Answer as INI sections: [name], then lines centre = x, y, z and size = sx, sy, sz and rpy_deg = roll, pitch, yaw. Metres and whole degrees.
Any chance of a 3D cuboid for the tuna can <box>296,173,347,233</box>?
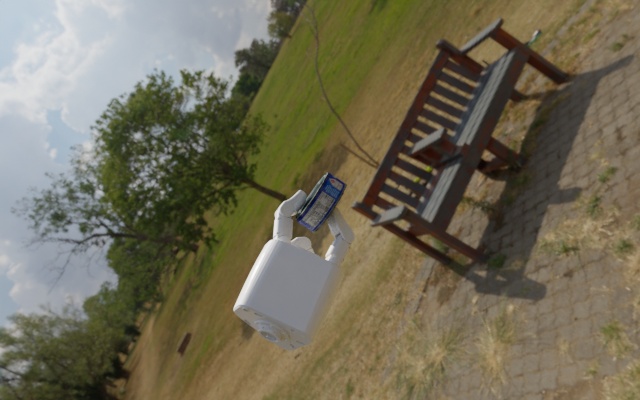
[tuna can]
centre = 0.000, 0.002, 0.691
size = 0.034, 0.086, 0.086
rpy_deg = 34, -4, -6
